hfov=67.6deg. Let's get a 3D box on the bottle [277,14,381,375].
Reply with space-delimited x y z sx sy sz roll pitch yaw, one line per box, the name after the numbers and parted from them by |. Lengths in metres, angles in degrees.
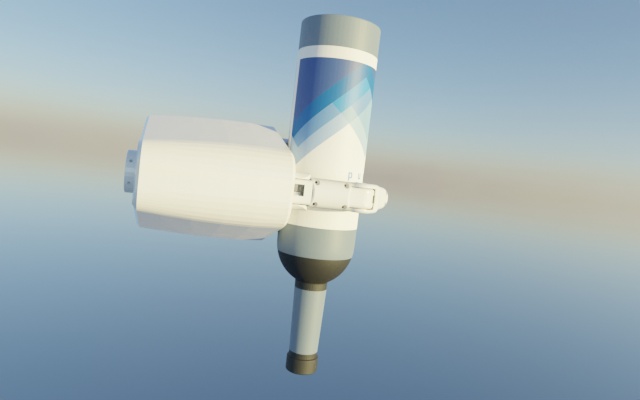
0.000 0.001 0.408 0.069 0.296 0.069 7 4 0 | bottle
